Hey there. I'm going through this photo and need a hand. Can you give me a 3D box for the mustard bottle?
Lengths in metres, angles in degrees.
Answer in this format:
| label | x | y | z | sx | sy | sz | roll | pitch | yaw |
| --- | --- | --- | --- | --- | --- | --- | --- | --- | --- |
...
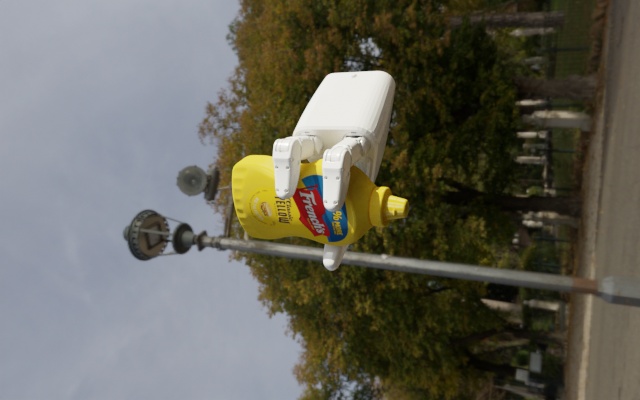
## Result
| label | x | y | z | sx | sy | sz | roll | pitch | yaw |
| --- | --- | --- | --- | --- | --- | --- | --- | --- | --- |
| mustard bottle | 0.000 | 0.002 | 0.517 | 0.191 | 0.096 | 0.058 | 4 | 26 | 24 |
